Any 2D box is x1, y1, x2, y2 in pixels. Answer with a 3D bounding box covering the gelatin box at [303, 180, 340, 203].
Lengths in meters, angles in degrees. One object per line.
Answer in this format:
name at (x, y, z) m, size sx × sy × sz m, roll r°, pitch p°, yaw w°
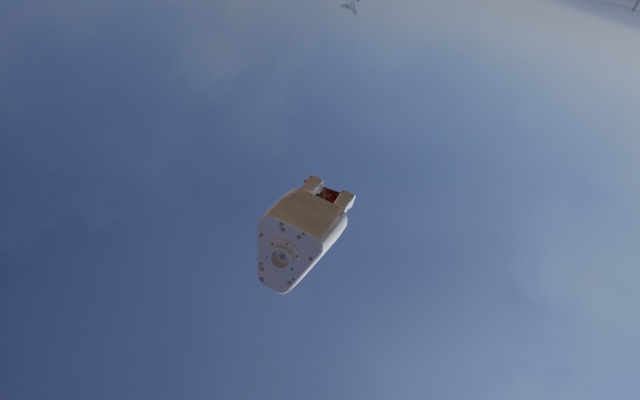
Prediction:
gelatin box at (0.000, 0.003, 0.779) m, size 0.073 × 0.030 × 0.089 m, roll 19°, pitch 20°, yaw -2°
